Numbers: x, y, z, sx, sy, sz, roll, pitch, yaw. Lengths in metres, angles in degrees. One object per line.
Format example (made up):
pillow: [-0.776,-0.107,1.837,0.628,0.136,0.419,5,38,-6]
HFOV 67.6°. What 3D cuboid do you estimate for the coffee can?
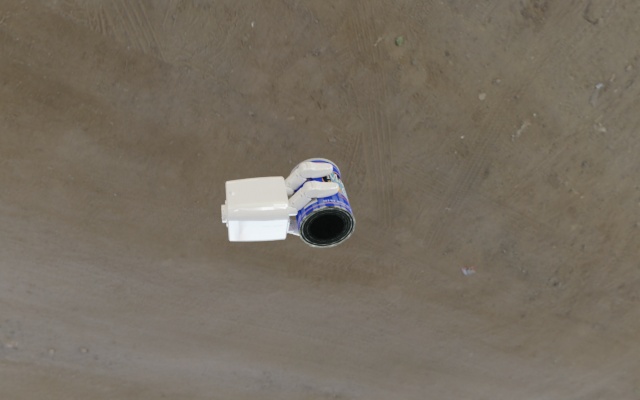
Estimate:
coffee can: [0.000,0.003,0.891,0.103,0.103,0.140,0,41,-13]
